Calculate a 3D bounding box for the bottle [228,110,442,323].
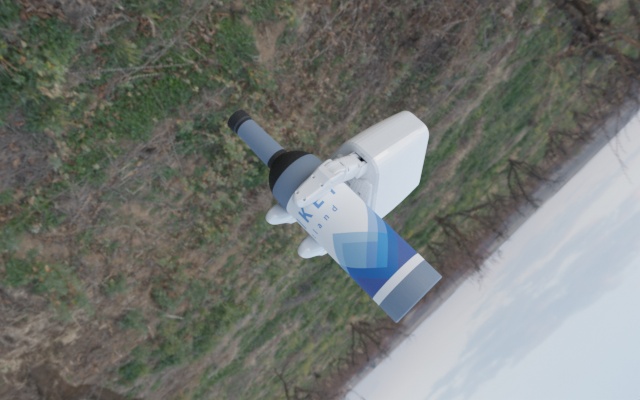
[{"bbox_3d":[0.000,0.002,0.526,0.295,0.069,0.069,45,16,16],"label":"bottle"}]
